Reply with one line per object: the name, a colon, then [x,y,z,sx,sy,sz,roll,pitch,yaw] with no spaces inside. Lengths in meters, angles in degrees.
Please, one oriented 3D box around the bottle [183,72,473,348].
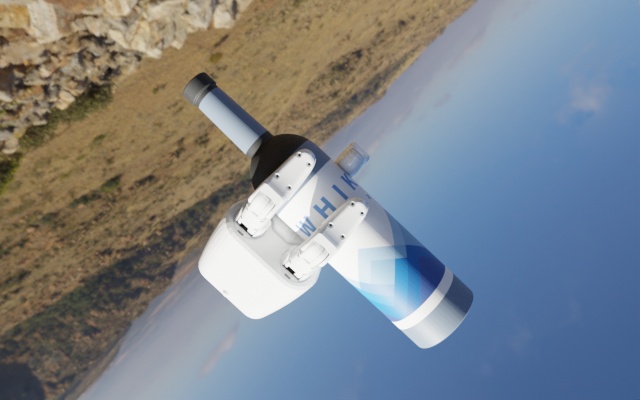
bottle: [0.000,0.001,0.409,0.296,0.069,0.069,43,-1,-1]
